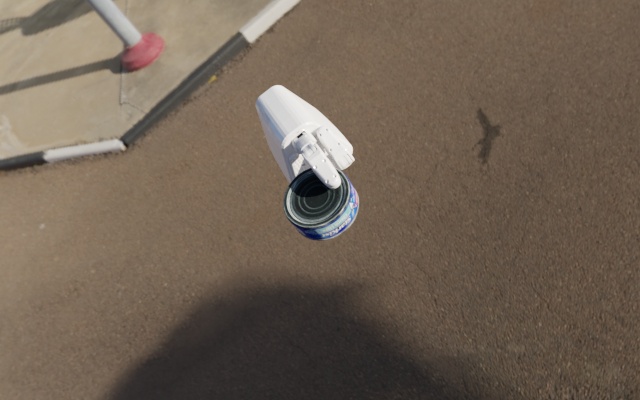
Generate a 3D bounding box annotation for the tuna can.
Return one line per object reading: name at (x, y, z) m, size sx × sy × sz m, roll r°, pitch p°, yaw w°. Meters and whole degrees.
tuna can at (0.000, 0.002, 0.563) m, size 0.086 × 0.086 × 0.034 m, roll 0°, pitch -28°, yaw 23°
